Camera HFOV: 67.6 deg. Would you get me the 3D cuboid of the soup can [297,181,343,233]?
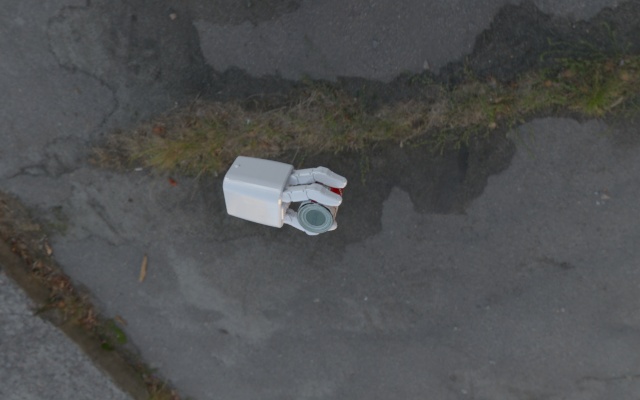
[{"bbox_3d":[0.001,0.003,0.871,0.068,0.068,0.102,0,35,14],"label":"soup can"}]
